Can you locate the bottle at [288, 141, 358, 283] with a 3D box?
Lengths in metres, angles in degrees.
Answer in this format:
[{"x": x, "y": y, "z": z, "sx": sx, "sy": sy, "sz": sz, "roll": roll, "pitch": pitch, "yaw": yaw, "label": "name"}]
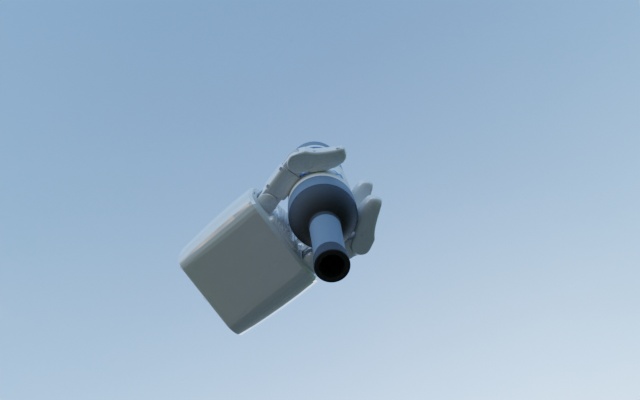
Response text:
[{"x": 0.000, "y": 0.001, "z": 0.487, "sx": 0.069, "sy": 0.069, "sz": 0.295, "roll": 0, "pitch": 18, "yaw": -3, "label": "bottle"}]
